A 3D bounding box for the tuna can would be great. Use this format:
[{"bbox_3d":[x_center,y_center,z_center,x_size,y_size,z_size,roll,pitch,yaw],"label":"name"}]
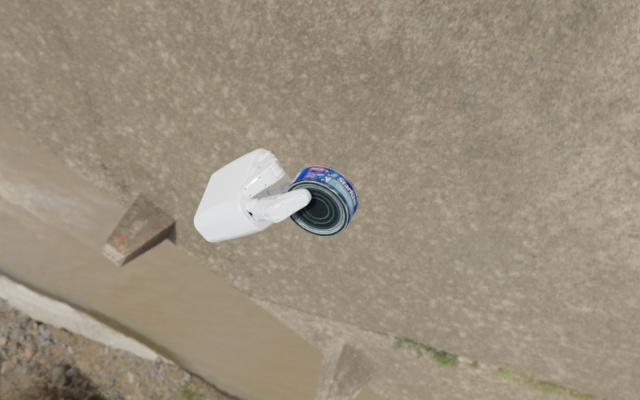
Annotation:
[{"bbox_3d":[0.000,0.002,0.577,0.086,0.086,0.033,0,35,27],"label":"tuna can"}]
